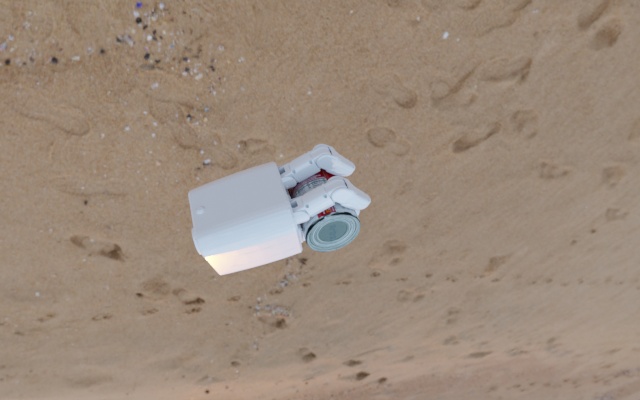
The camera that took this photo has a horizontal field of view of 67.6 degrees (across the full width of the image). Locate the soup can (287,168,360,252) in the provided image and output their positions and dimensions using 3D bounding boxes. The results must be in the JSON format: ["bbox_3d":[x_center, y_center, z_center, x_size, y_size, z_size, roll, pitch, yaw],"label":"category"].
[{"bbox_3d":[0.001,0.002,0.572,0.068,0.102,0.069,-13,-41,-11],"label":"soup can"}]
